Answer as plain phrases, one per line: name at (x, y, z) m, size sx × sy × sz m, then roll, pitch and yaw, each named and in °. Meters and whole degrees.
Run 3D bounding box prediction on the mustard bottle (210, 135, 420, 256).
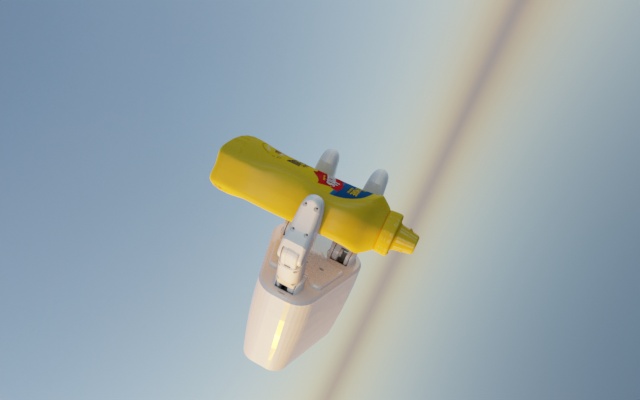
mustard bottle at (0.000, 0.001, 0.446) m, size 0.191 × 0.058 × 0.096 m, roll 25°, pitch 10°, yaw 11°
